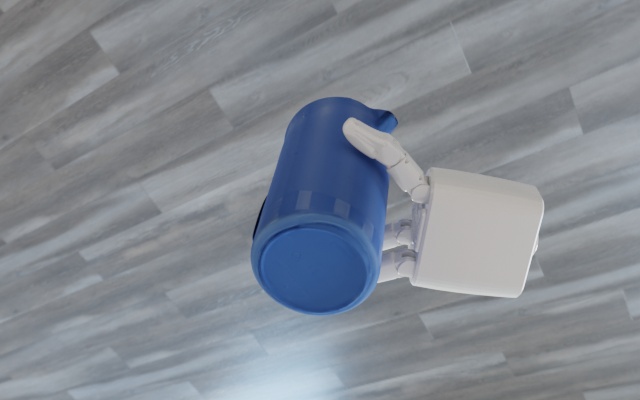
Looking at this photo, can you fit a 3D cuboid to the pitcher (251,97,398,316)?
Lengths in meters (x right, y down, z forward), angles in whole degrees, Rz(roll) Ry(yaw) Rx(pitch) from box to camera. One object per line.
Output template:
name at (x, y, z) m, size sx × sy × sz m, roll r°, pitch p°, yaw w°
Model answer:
pitcher at (0.000, 0.002, 0.489) m, size 0.145 × 0.149 × 0.242 m, roll 10°, pitch 32°, yaw 2°
